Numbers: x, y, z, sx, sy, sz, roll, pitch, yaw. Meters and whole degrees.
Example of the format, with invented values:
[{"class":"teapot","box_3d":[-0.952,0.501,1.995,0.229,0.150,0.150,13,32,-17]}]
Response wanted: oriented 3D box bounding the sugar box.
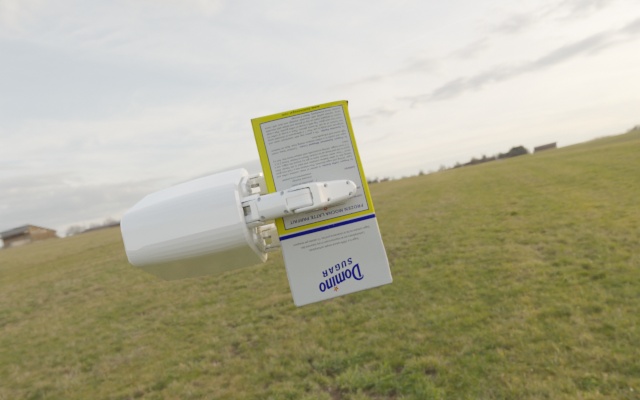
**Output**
[{"class":"sugar box","box_3d":[0.000,0.001,0.449,0.093,0.176,0.048,-13,-1,-3]}]
